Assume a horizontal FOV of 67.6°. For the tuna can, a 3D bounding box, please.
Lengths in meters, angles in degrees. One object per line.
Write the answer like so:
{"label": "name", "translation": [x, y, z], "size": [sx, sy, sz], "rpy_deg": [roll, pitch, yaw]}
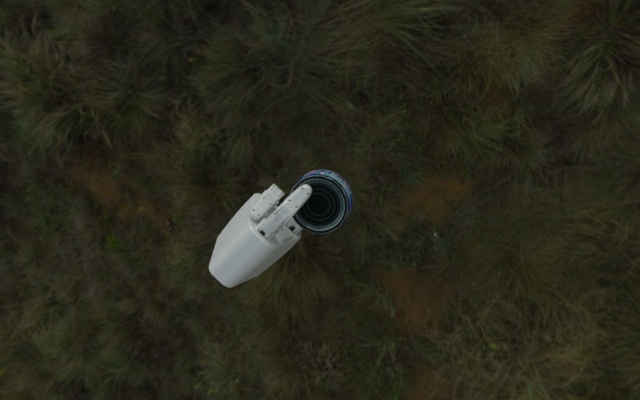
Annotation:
{"label": "tuna can", "translation": [0.000, 0.002, 0.658], "size": [0.086, 0.086, 0.033], "rpy_deg": [0, 15, 13]}
